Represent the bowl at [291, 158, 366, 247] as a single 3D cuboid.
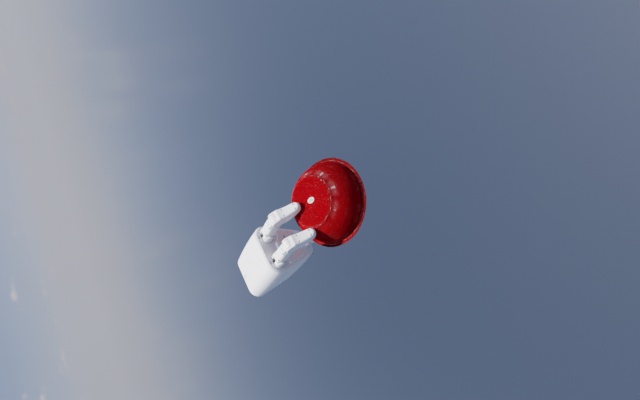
[{"bbox_3d":[0.000,0.002,0.843,0.162,0.162,0.055,0,-2,40],"label":"bowl"}]
